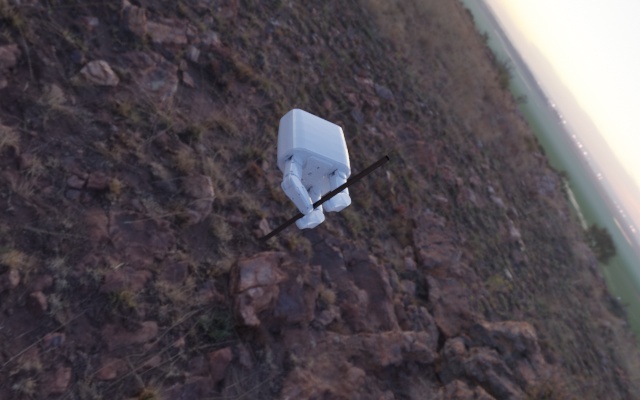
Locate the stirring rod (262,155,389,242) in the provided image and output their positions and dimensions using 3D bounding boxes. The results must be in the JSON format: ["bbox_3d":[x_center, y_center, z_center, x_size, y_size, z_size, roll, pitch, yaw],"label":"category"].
[{"bbox_3d":[0.000,0.002,0.687,0.239,0.011,0.011,-34,-18,28],"label":"stirring rod"}]
